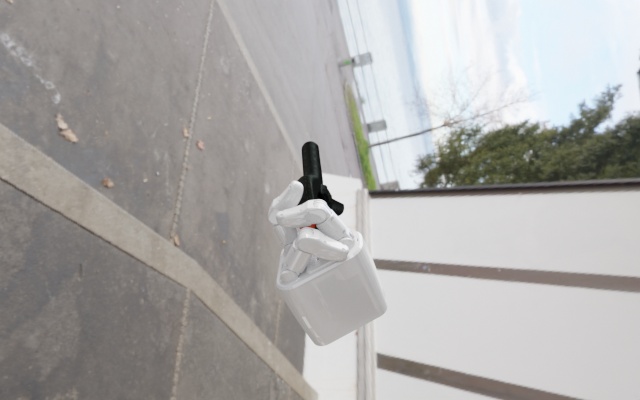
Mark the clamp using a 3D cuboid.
[{"bbox_3d":[0.001,0.002,0.645,0.039,0.120,0.171,-24,26,20],"label":"clamp"}]
